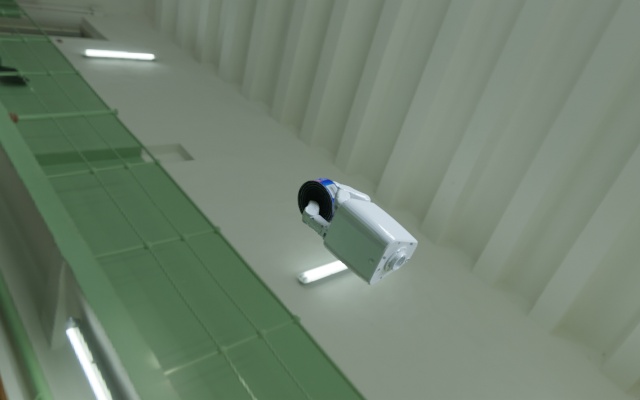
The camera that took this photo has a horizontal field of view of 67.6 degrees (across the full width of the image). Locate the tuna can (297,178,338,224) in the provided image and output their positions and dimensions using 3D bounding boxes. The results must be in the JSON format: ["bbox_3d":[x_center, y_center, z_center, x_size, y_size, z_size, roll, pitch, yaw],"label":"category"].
[{"bbox_3d":[0.000,0.003,0.867,0.086,0.086,0.033,0,12,43],"label":"tuna can"}]
